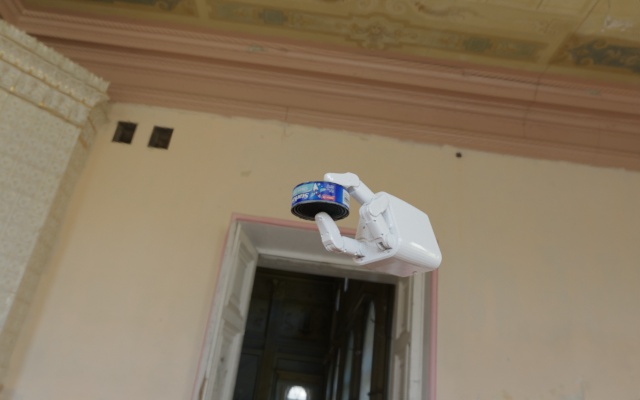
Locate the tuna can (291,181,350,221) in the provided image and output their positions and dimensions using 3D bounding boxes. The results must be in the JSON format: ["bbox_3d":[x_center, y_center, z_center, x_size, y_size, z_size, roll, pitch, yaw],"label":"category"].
[{"bbox_3d":[0.000,0.002,0.700,0.086,0.033,0.086,2,-21,1],"label":"tuna can"}]
